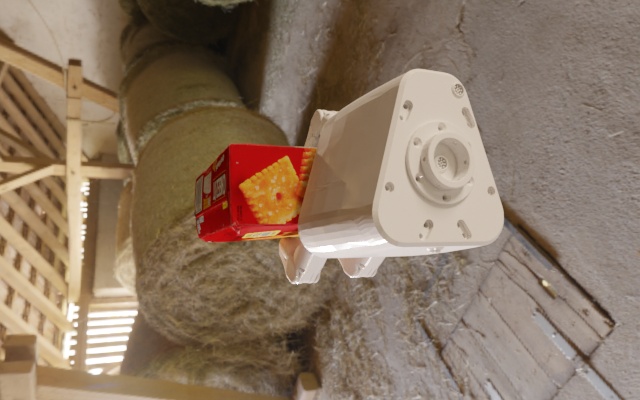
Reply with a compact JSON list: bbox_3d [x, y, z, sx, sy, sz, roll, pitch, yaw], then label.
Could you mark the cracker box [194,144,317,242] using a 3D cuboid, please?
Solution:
[{"bbox_3d":[0.000,0.001,0.456,0.214,0.072,0.164,2,-8,-23],"label":"cracker box"}]
